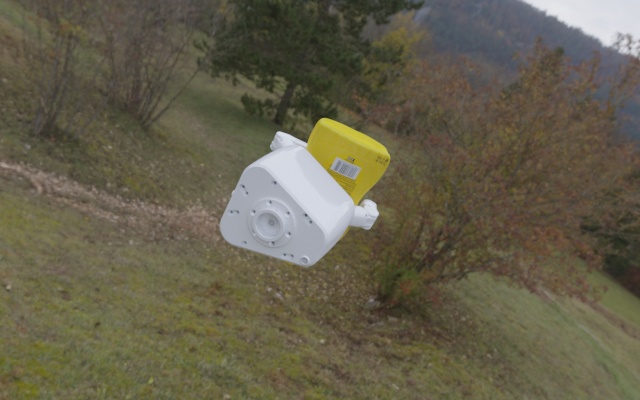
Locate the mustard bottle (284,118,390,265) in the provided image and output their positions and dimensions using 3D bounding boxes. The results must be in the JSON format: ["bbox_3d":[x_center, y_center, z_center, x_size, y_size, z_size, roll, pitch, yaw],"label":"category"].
[{"bbox_3d":[0.000,0.002,0.594,0.096,0.192,0.058,23,22,-16],"label":"mustard bottle"}]
